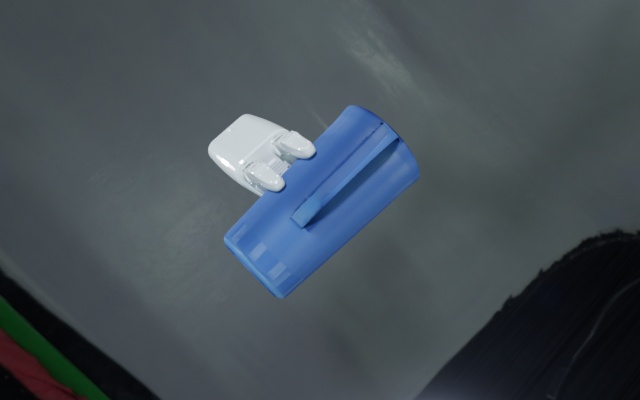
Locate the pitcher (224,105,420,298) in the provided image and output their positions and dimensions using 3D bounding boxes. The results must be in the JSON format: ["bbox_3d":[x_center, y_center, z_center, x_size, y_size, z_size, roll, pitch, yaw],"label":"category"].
[{"bbox_3d":[0.000,0.002,0.598,0.145,0.243,0.149,35,-16,45],"label":"pitcher"}]
